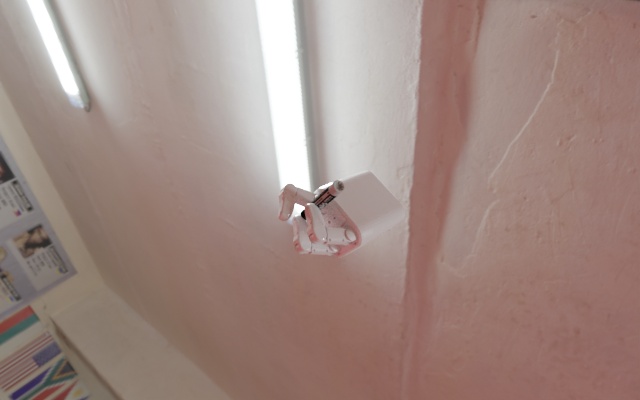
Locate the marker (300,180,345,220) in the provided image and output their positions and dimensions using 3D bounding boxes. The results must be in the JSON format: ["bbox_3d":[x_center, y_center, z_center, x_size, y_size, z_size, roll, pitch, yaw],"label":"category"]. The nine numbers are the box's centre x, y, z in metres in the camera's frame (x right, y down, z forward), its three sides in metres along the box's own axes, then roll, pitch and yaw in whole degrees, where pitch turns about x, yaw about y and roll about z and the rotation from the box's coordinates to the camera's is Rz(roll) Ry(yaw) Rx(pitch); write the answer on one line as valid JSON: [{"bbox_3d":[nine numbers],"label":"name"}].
[{"bbox_3d":[0.000,0.002,0.706,0.020,0.020,0.121,0,-22,-27],"label":"marker"}]
